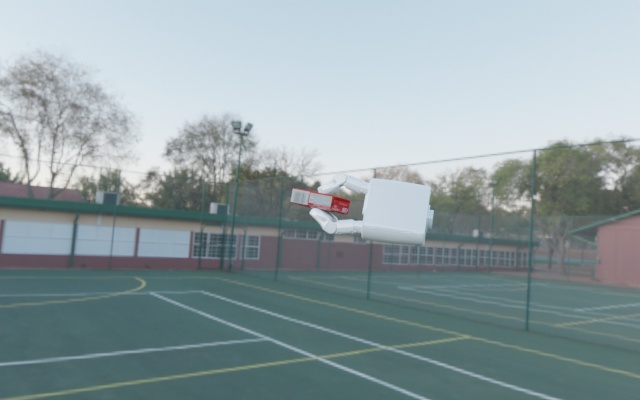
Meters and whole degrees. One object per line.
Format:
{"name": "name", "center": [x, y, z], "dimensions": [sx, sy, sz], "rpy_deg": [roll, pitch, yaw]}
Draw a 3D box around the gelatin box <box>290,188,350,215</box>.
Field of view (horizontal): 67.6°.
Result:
{"name": "gelatin box", "center": [0.000, 0.002, 0.883], "dimensions": [0.089, 0.030, 0.073], "rpy_deg": [11, -2, 27]}
